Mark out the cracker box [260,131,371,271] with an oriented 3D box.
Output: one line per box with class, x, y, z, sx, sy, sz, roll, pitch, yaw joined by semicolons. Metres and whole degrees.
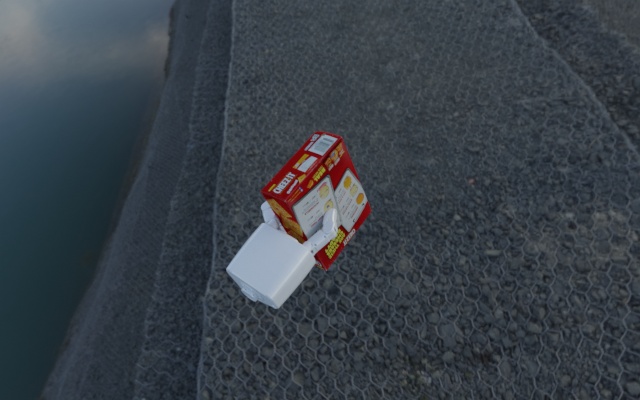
cracker box;0.000;0.003;0.896;0.072;0.164;0.214;22;-28;37
